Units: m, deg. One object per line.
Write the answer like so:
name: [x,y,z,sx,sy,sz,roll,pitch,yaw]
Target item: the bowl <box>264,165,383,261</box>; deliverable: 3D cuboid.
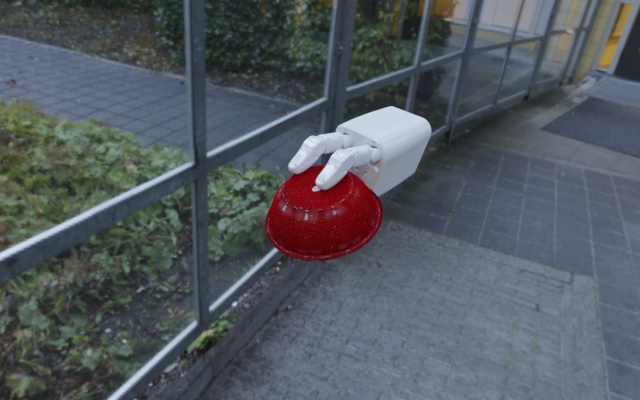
bowl: [-0.001,0.003,0.626,0.162,0.055,0.162,-7,41,6]
